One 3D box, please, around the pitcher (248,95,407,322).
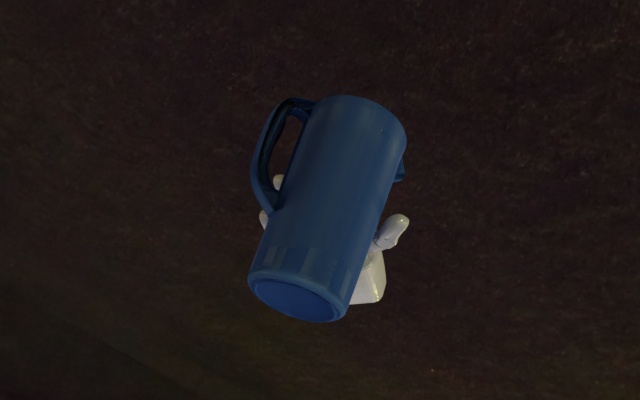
[{"bbox_3d":[0.000,0.002,0.543,0.149,0.242,0.145,8,-34,19],"label":"pitcher"}]
